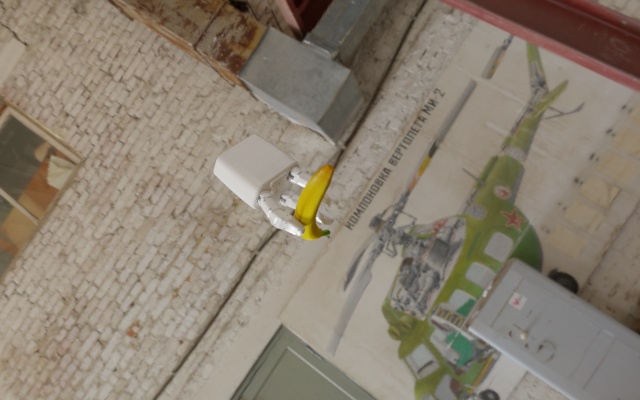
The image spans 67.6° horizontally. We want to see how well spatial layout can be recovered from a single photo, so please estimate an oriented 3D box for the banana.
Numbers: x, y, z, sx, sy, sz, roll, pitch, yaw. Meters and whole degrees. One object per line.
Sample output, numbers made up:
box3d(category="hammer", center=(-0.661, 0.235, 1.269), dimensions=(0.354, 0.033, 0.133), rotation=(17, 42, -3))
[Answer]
box3d(category="banana", center=(-0.013, 0.015, 0.798), dimensions=(0.069, 0.037, 0.198), rotation=(-38, -25, -25))
